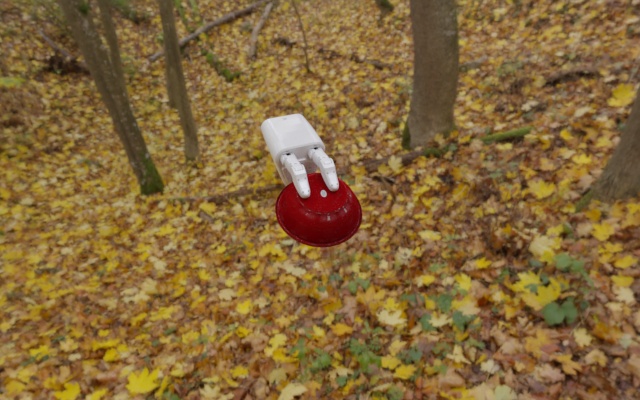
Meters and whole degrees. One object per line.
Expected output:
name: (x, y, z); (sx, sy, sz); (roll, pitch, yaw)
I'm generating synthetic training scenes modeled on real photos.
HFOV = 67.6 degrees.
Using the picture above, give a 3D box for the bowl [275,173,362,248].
bowl: (0.001, 0.003, 0.858); (0.162, 0.162, 0.055); (0, -37, -8)
